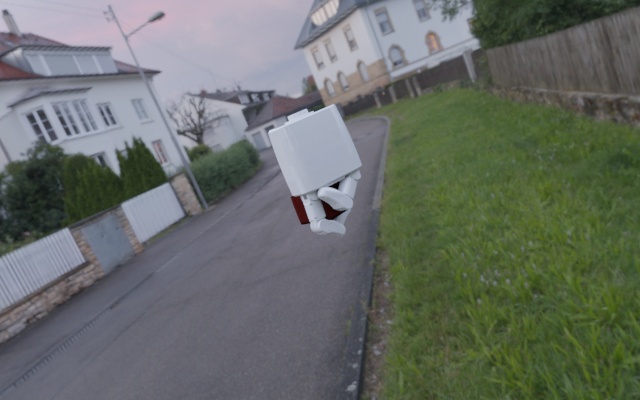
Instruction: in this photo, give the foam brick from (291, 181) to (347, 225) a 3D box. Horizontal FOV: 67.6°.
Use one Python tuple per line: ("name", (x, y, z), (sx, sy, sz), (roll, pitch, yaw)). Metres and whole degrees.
("foam brick", (0.000, 0.003, 0.768), (0.053, 0.051, 0.078), (-31, 13, -39))
